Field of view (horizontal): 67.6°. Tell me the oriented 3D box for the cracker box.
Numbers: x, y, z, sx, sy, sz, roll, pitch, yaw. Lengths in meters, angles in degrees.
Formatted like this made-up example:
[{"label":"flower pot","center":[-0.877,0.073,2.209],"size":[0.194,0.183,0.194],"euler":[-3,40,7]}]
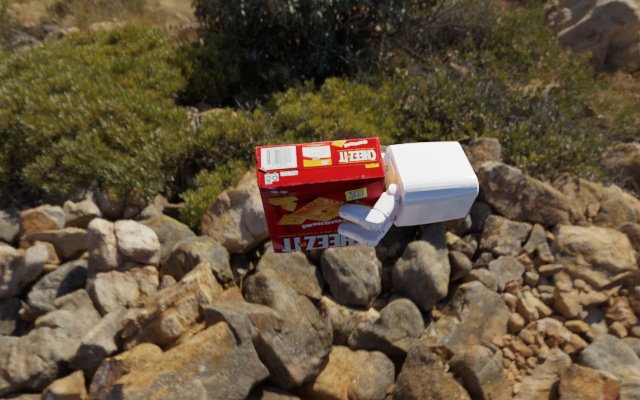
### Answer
[{"label":"cracker box","center":[0.000,0.002,0.695],"size":[0.164,0.072,0.214],"euler":[-5,-29,-2]}]
